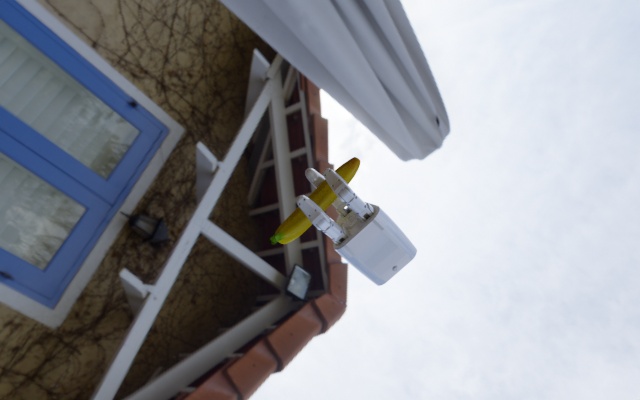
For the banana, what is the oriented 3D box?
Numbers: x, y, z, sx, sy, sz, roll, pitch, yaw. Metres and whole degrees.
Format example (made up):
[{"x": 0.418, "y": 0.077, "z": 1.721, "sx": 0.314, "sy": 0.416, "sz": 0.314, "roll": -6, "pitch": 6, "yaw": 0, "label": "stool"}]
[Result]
[{"x": -0.007, "y": 0.007, "z": 0.775, "sx": 0.197, "sy": 0.037, "sz": 0.069, "roll": -46, "pitch": 5, "yaw": -15, "label": "banana"}]
